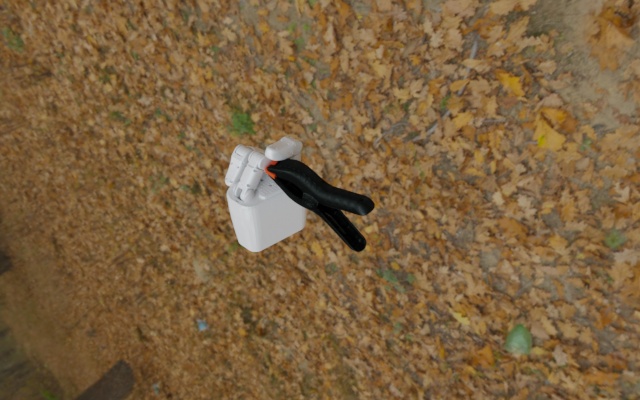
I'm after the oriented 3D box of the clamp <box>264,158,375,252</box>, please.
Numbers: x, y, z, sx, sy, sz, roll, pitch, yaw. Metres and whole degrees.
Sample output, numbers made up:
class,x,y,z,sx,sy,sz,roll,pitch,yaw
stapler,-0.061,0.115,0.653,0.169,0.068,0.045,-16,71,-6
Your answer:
class,x,y,z,sx,sy,sz,roll,pitch,yaw
clamp,0.000,0.002,0.637,0.171,0.120,0.039,33,58,27
